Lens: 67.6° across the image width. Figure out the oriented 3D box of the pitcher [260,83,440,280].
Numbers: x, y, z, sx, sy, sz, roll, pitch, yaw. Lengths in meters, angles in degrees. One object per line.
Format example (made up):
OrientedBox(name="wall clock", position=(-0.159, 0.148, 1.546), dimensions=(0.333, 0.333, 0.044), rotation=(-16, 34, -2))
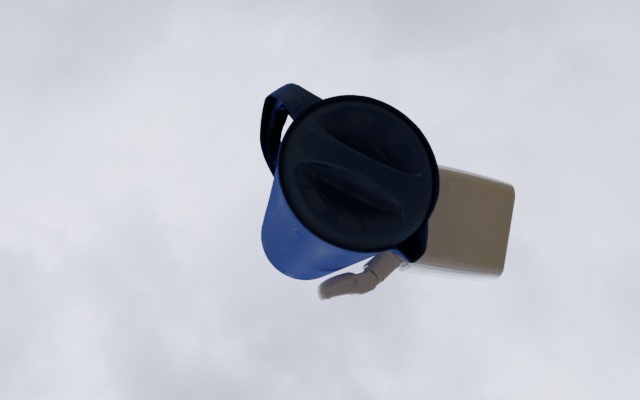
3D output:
OrientedBox(name="pitcher", position=(0.000, 0.002, 0.480), dimensions=(0.145, 0.149, 0.243), rotation=(8, -19, -12))
